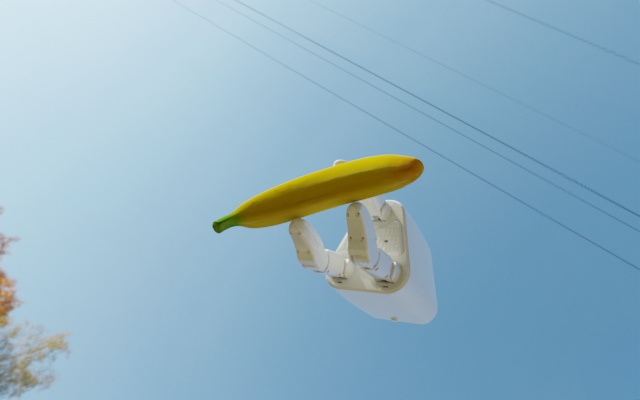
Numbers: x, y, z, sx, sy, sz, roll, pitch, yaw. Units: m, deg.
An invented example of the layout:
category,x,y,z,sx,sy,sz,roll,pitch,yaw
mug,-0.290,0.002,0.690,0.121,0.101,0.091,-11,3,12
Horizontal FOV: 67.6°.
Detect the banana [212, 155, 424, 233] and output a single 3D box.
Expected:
category,x,y,z,sx,sy,sz,roll,pitch,yaw
banana,0.001,-0.005,0.438,0.198,0.037,0.069,-18,18,19
